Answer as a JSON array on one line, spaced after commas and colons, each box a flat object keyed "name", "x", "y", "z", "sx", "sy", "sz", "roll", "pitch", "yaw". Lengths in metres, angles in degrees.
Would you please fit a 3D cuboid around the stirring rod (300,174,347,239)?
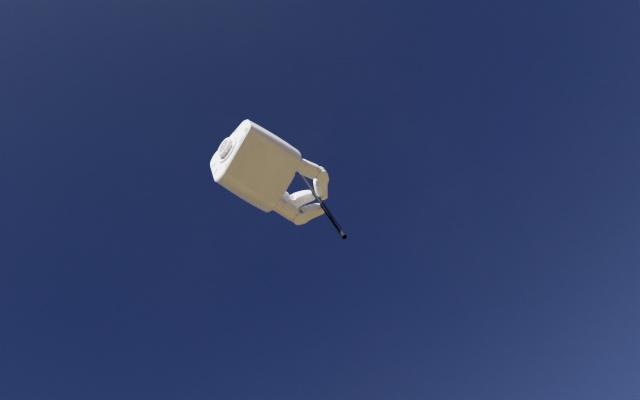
[{"name": "stirring rod", "x": 0.000, "y": 0.003, "z": 0.828, "sx": 0.011, "sy": 0.011, "sz": 0.239, "roll": 0, "pitch": 26, "yaw": -20}]
